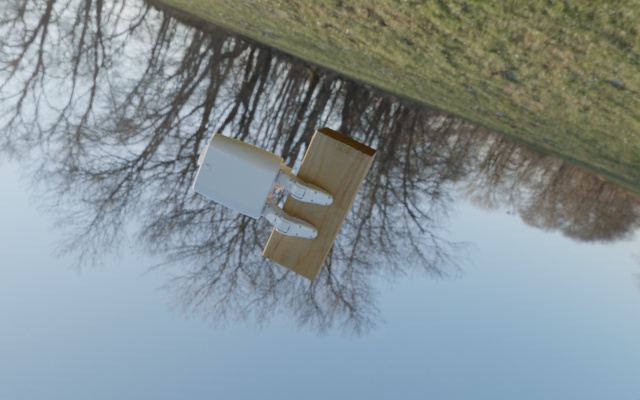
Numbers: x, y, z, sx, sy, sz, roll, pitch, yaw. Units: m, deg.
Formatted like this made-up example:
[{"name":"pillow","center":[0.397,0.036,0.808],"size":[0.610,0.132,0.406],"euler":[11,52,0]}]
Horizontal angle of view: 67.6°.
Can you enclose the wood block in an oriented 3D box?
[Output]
[{"name":"wood block","center":[0.000,0.002,0.727],"size":[0.090,0.206,0.091],"euler":[26,16,5]}]
